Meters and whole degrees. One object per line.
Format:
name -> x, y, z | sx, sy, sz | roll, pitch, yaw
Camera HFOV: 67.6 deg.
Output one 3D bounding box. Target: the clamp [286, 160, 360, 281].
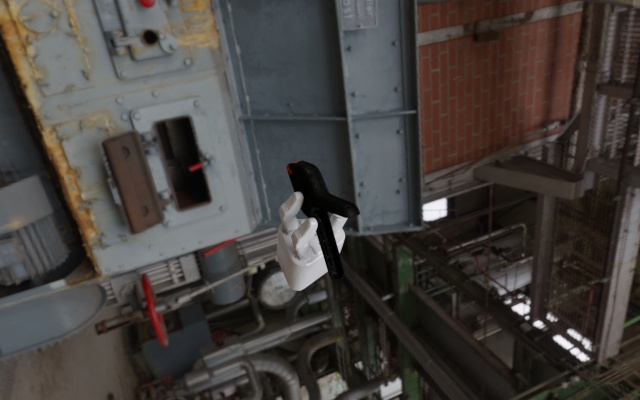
clamp -> 0.001, 0.002, 0.757 | 0.036, 0.210, 0.165 | -14, -33, -22
